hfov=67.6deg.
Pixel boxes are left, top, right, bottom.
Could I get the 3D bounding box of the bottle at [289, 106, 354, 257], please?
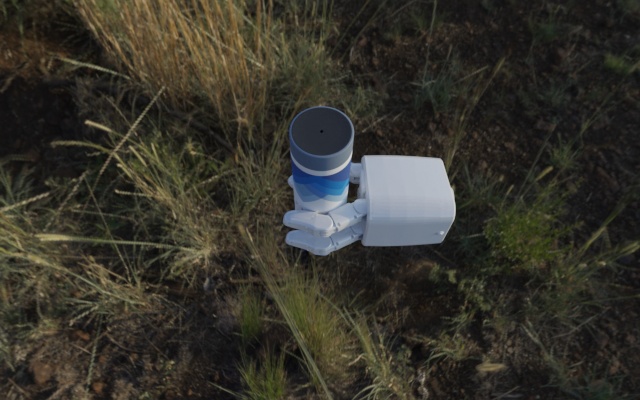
[{"bbox_3d":[0.000,0.002,0.613,0.069,0.069,0.296,0,-30,0],"label":"bottle"}]
